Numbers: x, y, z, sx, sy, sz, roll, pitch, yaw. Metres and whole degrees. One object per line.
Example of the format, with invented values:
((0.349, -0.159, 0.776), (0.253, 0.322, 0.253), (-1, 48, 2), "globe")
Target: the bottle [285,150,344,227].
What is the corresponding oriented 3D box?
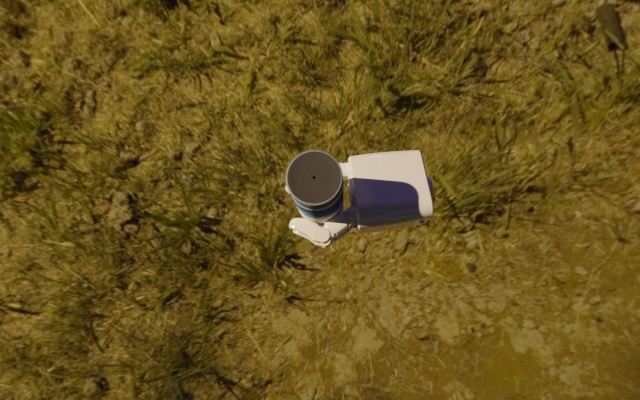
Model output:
((0.000, 0.002, 0.692), (0.069, 0.069, 0.296), (0, -11, 3), "bottle")
